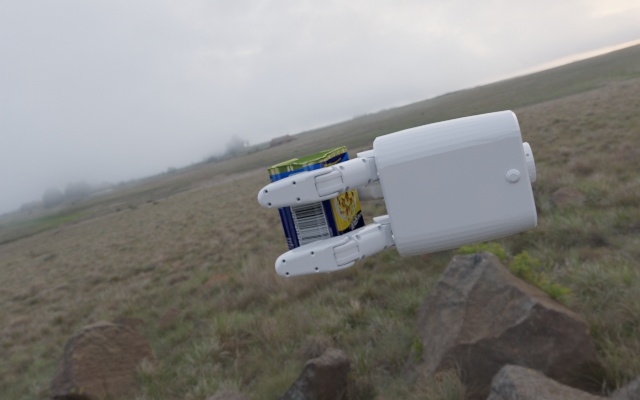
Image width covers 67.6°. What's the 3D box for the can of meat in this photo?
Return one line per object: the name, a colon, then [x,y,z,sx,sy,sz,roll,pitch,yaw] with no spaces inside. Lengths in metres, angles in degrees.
can of meat: [0.000,0.001,0.421,0.057,0.084,0.102,-11,9,20]
